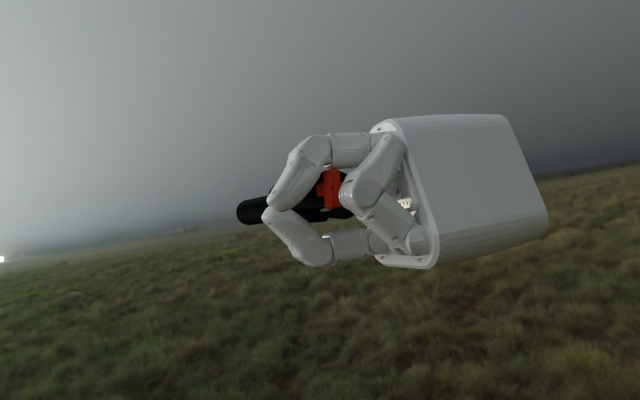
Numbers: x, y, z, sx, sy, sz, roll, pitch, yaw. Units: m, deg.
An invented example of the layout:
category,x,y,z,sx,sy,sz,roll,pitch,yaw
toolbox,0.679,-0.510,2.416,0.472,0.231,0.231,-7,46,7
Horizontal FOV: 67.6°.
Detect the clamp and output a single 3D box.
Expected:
category,x,y,z,sx,sy,sz,roll,pitch,yaw
clamp,0.000,0.001,0.419,0.120,0.039,0.171,-8,-2,-22
